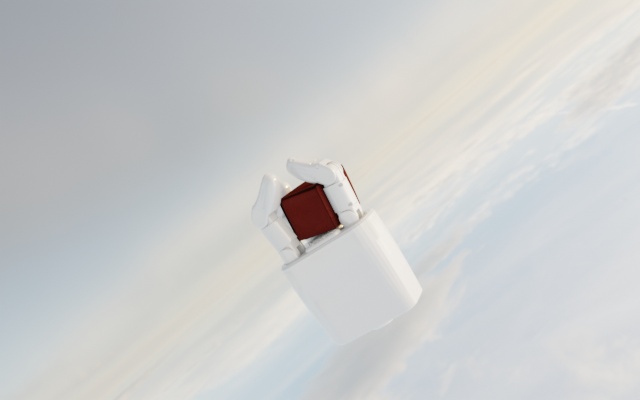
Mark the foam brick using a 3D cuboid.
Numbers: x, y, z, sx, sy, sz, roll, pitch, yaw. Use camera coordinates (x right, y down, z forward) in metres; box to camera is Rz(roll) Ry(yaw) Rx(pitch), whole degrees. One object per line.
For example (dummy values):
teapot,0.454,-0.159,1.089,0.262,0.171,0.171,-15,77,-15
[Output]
foam brick,0.000,0.002,0.531,0.053,0.051,0.078,-22,10,32
